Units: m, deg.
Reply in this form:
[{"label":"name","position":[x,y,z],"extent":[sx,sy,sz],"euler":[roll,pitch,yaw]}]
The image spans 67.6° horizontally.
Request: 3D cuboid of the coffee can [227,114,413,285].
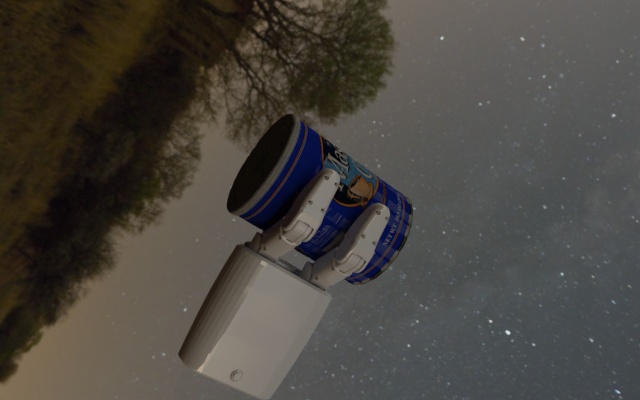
[{"label":"coffee can","position":[0.000,0.001,0.445],"extent":[0.140,0.102,0.103],"euler":[33,-14,-22]}]
